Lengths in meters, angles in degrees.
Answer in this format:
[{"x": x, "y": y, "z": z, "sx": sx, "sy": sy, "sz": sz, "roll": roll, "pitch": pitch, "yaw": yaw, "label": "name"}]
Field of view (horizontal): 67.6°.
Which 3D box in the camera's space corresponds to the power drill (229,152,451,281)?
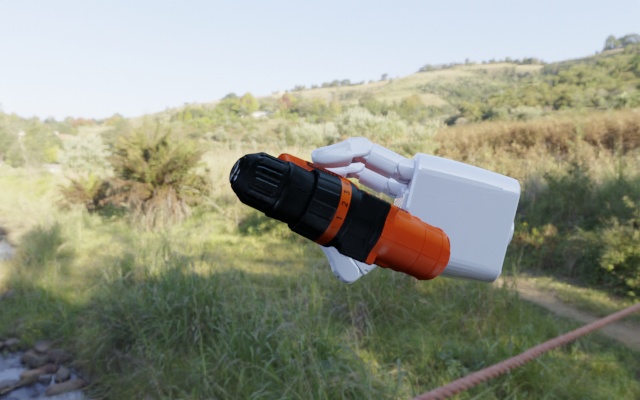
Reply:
[{"x": 0.000, "y": 0.001, "z": 0.425, "sx": 0.184, "sy": 0.057, "sz": 0.187, "roll": 26, "pitch": 4, "yaw": -19, "label": "power drill"}]
